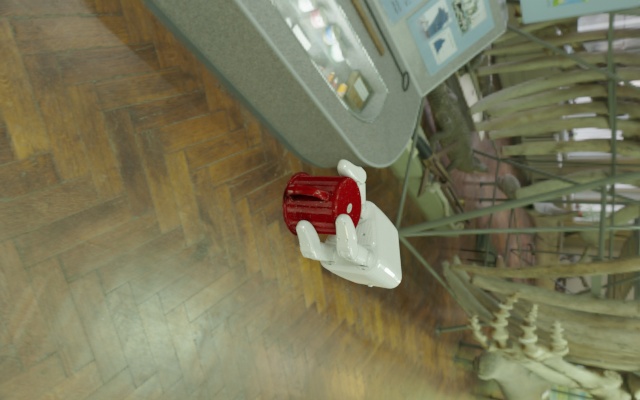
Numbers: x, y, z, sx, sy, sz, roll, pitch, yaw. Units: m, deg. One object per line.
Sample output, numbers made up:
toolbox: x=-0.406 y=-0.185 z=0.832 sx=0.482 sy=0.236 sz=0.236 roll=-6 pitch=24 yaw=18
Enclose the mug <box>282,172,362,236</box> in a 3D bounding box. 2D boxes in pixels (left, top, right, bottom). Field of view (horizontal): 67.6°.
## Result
mug: x=0.000 y=0.002 z=0.658 sx=0.081 sy=0.093 sz=0.117 roll=2 pitch=-19 yaw=31
